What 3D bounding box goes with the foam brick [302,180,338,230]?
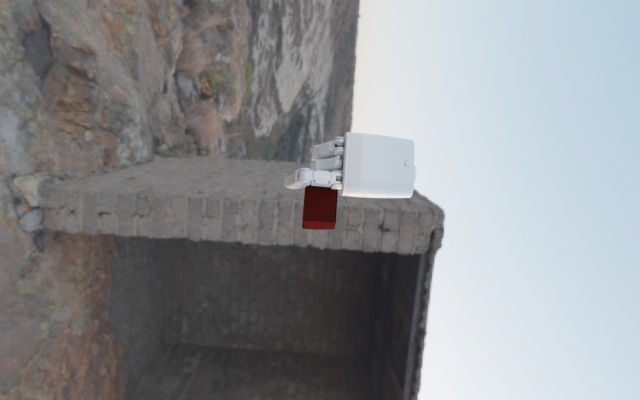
[{"bbox_3d":[0.000,0.003,0.738,0.051,0.078,0.053,4,-16,-1],"label":"foam brick"}]
